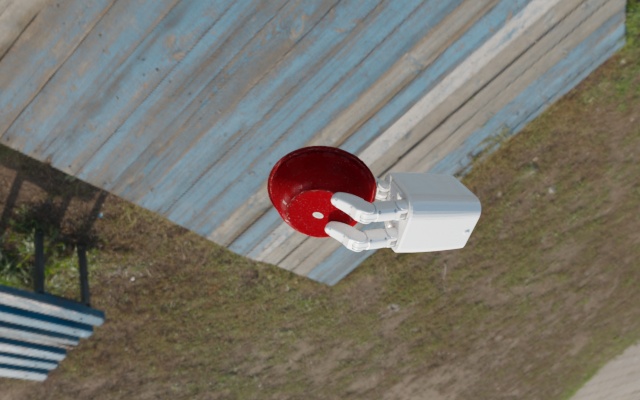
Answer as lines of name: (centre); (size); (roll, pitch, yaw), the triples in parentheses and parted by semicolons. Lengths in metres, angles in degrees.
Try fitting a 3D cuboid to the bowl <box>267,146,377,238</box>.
bowl: (-0.001, 0.003, 0.684); (0.162, 0.162, 0.055); (0, 41, 5)
